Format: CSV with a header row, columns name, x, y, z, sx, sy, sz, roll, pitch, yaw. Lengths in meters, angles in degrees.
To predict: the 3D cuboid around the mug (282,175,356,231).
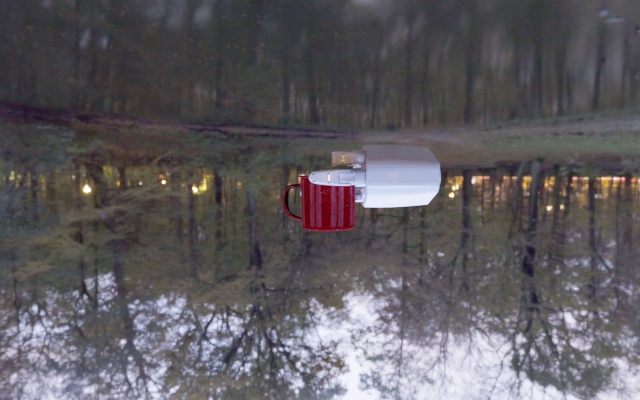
name,x,y,z,sx,sy,sz,roll,pitch,yaw
mug,-0.001,0.003,0.724,0.117,0.081,0.093,-1,3,4
